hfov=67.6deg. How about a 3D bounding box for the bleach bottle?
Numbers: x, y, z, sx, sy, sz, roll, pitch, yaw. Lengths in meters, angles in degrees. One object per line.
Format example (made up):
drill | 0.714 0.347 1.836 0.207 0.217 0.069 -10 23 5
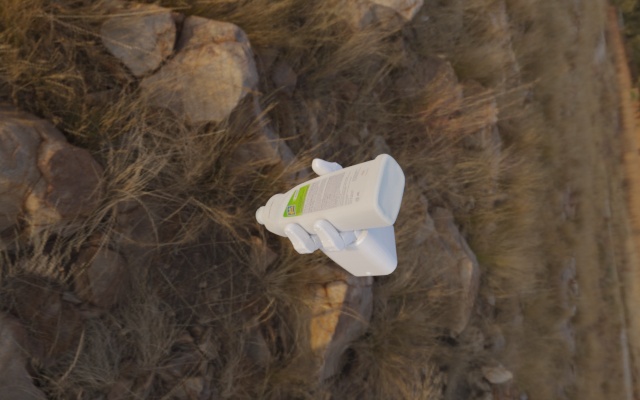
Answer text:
bleach bottle | 0.000 0.002 0.734 0.251 0.102 0.068 -10 -40 38
